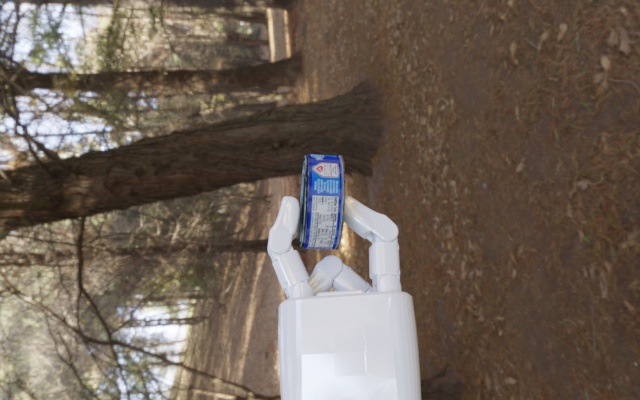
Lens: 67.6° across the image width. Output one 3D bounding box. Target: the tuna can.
[{"bbox_3d":[-0.001,0.001,0.429,0.034,0.086,0.086,3,0,-5],"label":"tuna can"}]
